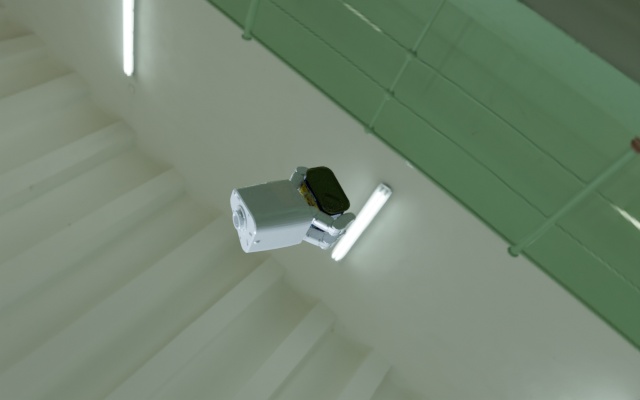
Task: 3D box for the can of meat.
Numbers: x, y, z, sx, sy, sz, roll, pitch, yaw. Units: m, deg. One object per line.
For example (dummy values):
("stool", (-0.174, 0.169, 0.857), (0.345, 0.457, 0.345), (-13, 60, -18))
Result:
("can of meat", (0.000, 0.003, 0.883), (0.057, 0.102, 0.084), (-12, -29, -31))
